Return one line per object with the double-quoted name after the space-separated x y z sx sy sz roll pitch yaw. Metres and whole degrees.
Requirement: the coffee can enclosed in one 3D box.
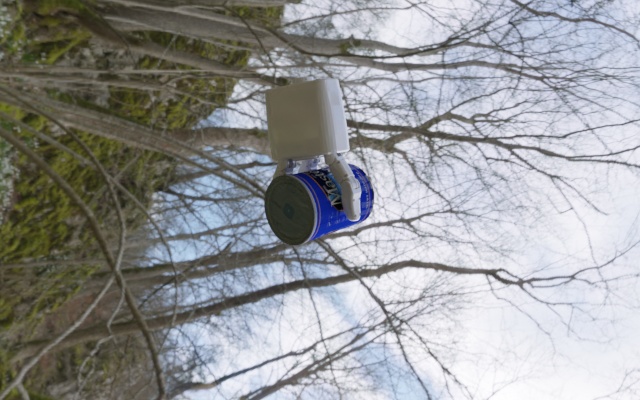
0.000 0.003 0.729 0.103 0.103 0.140 0 10 43 "coffee can"
